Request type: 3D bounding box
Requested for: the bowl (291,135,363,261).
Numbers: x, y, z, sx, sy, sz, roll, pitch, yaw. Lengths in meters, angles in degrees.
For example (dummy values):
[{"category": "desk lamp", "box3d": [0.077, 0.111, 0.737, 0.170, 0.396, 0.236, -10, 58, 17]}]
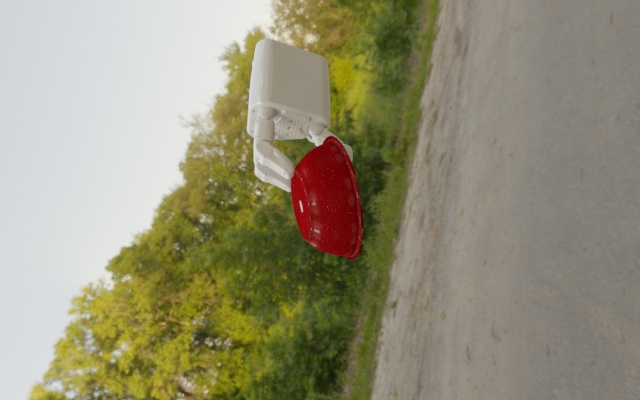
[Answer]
[{"category": "bowl", "box3d": [0.000, 0.003, 0.605, 0.055, 0.162, 0.162, -11, 3, -15]}]
